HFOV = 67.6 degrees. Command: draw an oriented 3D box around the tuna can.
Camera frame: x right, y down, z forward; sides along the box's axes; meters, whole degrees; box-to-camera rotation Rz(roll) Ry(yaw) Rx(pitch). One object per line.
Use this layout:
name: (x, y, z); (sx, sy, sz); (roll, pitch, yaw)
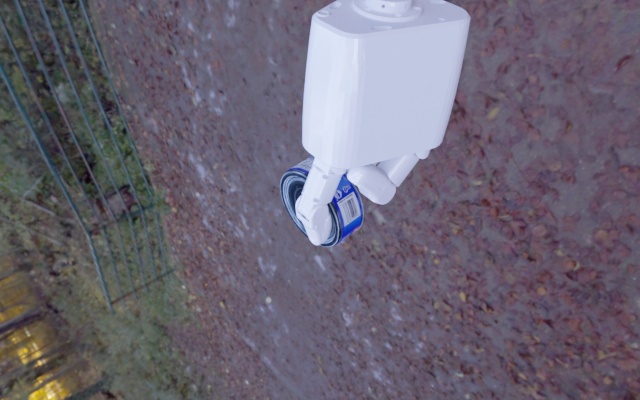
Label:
tuna can: (0.000, 0.002, 0.459); (0.033, 0.086, 0.086); (-34, 18, -30)
